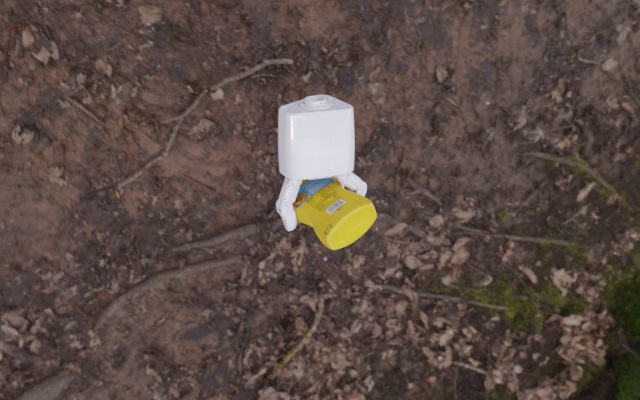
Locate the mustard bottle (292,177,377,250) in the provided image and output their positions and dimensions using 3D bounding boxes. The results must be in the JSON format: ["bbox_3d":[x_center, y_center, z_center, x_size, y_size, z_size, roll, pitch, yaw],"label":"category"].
[{"bbox_3d":[0.000,0.003,0.796,0.096,0.058,0.191,-38,40,-13],"label":"mustard bottle"}]
